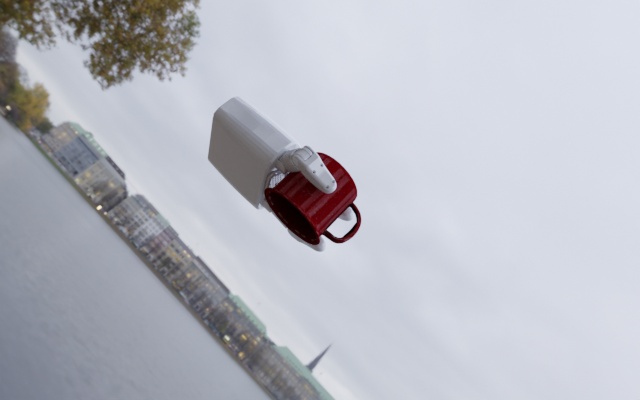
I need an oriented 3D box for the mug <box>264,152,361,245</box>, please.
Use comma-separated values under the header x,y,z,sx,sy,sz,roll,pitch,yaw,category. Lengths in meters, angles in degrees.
x,y,z,sx,sy,sz,roll,pitch,yaw,category
0.001,0.003,0.588,0.117,0.081,0.093,41,-20,13,mug
